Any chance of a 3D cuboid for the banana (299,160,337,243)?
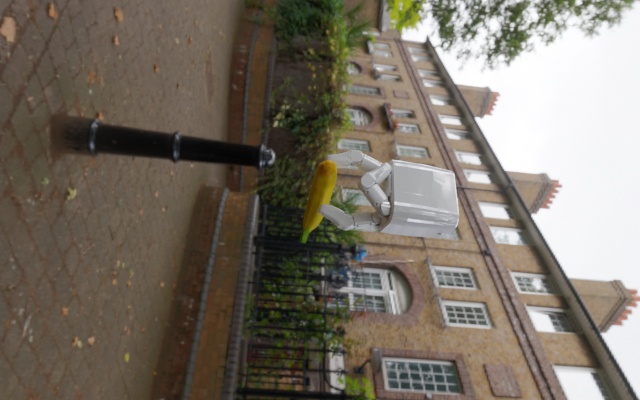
[{"bbox_3d":[0.001,-0.009,0.791,0.037,0.069,0.198,11,-42,-5],"label":"banana"}]
